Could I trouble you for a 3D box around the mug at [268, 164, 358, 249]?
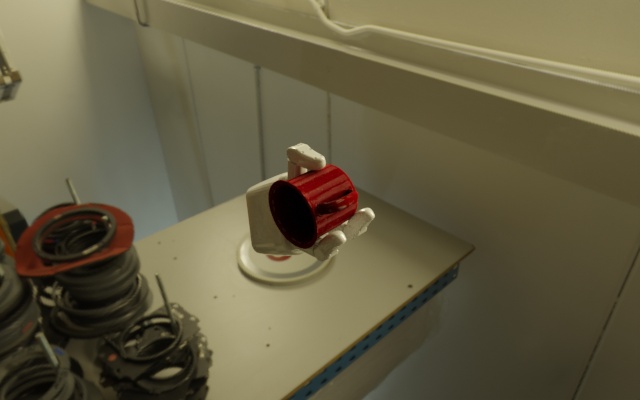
[{"bbox_3d":[0.001,0.002,0.604,0.081,0.093,0.117,-28,11,-35],"label":"mug"}]
